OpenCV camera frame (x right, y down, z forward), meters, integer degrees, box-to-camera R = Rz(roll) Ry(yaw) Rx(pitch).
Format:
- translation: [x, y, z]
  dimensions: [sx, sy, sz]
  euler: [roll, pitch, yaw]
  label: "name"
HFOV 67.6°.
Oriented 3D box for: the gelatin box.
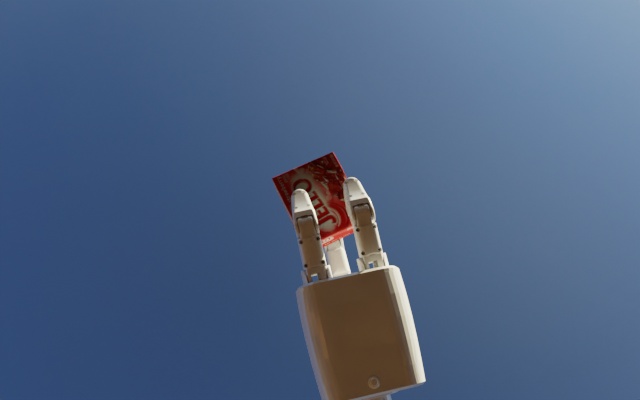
- translation: [0.000, 0.002, 0.506]
  dimensions: [0.073, 0.089, 0.030]
  euler: [-24, -23, -8]
  label: "gelatin box"
